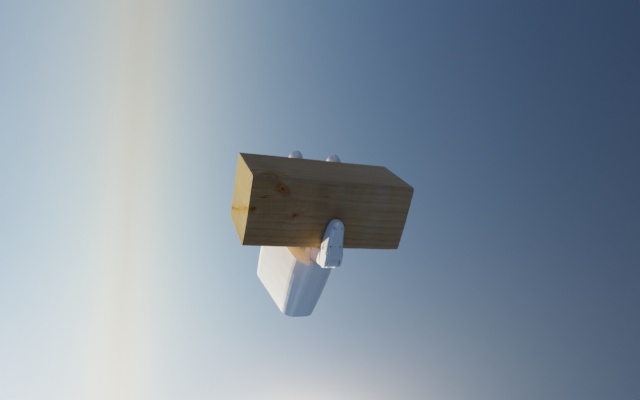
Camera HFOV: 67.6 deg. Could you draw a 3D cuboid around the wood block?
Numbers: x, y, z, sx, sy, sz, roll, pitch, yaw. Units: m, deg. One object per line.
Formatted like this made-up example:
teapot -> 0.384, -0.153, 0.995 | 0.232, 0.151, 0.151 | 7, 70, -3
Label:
wood block -> 0.000, 0.002, 0.608 | 0.206, 0.090, 0.090 | 3, 22, -22
